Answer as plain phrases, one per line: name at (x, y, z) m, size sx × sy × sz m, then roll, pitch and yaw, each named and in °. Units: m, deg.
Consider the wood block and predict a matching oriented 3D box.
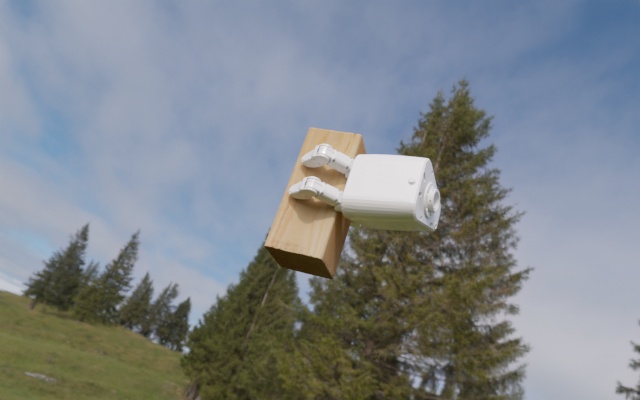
wood block at (0.001, 0.002, 0.731) m, size 0.090 × 0.206 × 0.091 m, roll 11°, pitch -25°, yaw 19°
